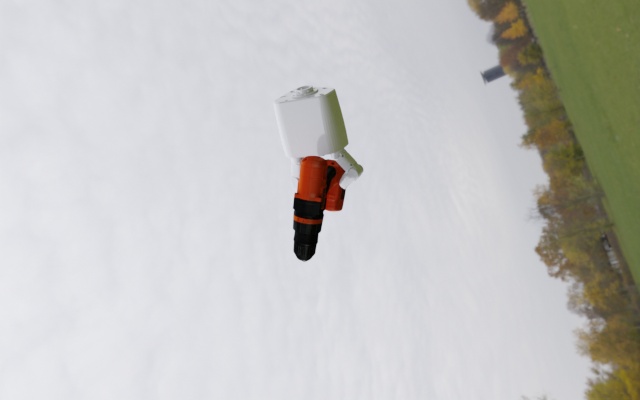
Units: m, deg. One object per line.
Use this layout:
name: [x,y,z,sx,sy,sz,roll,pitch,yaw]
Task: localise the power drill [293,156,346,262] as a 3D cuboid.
power drill: [0.000,0.003,0.877,0.057,0.184,0.187,12,14,12]
